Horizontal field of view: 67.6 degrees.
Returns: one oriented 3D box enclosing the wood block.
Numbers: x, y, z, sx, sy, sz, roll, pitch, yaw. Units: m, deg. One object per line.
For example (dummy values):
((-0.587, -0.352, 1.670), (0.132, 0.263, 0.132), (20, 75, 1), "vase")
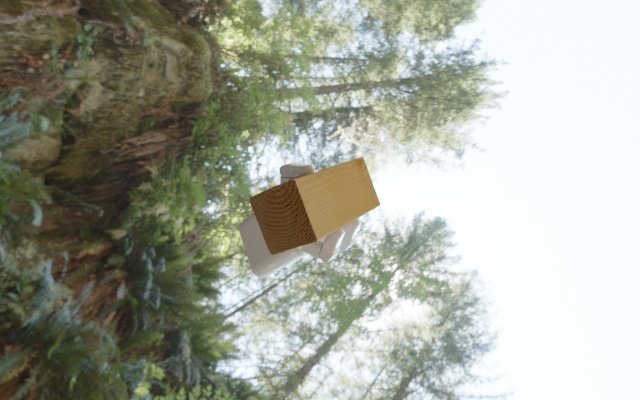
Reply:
((0.000, 0.002, 0.739), (0.090, 0.091, 0.206), (-20, 2, 34), "wood block")
